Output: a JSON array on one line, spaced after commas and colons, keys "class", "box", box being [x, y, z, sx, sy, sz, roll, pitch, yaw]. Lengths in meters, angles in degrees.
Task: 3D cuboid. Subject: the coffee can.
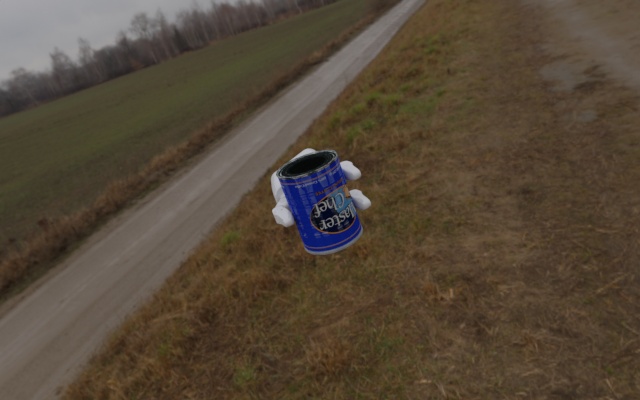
[{"class": "coffee can", "box": [0.000, 0.003, 0.775, 0.103, 0.140, 0.102, -17, 22, 7]}]
